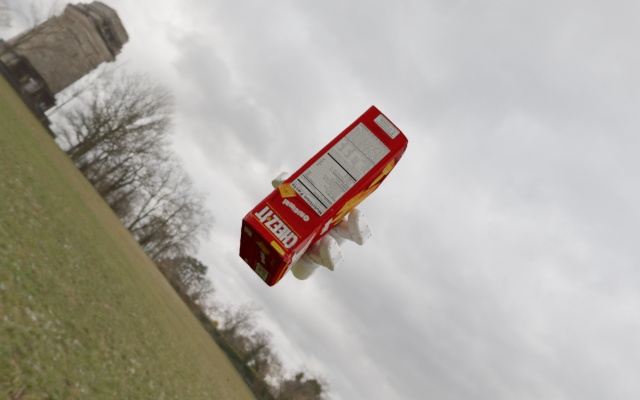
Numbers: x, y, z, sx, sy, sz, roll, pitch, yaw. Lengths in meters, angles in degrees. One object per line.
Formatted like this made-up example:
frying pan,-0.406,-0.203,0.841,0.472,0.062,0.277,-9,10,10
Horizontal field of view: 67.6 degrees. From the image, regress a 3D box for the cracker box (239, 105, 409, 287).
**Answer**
cracker box,0.000,0.002,0.597,0.213,0.072,0.164,-43,-8,-21
